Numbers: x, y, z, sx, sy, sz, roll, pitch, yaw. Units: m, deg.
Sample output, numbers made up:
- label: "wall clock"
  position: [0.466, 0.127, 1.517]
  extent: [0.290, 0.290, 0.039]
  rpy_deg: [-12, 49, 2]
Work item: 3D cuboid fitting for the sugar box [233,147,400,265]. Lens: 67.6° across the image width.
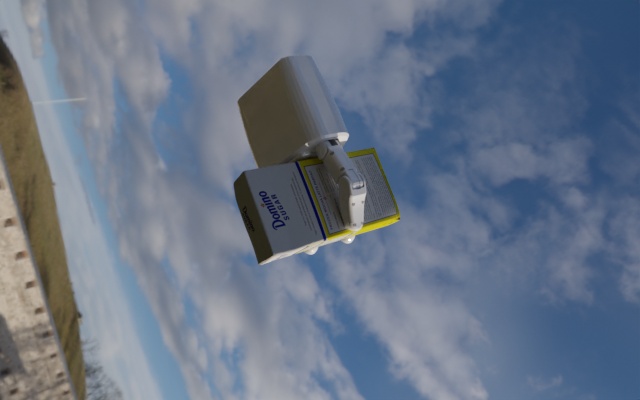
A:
- label: "sugar box"
  position: [0.000, 0.002, 0.526]
  extent: [0.176, 0.093, 0.048]
  rpy_deg: [-13, -12, -32]
